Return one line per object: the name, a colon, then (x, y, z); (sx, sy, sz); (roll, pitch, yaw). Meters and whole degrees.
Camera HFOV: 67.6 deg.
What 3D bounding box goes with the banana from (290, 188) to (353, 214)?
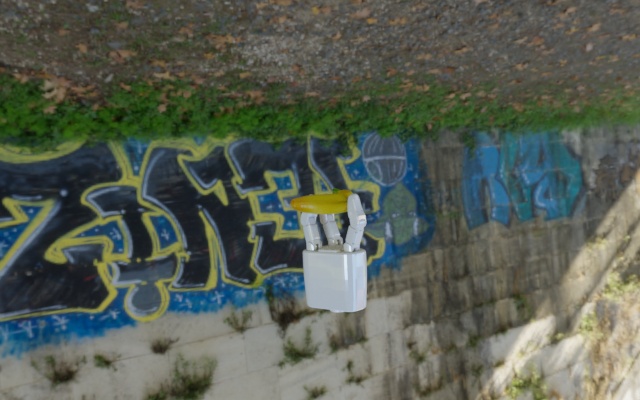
banana: (0.019, 0.003, 0.849); (0.069, 0.037, 0.198); (3, 6, 23)
